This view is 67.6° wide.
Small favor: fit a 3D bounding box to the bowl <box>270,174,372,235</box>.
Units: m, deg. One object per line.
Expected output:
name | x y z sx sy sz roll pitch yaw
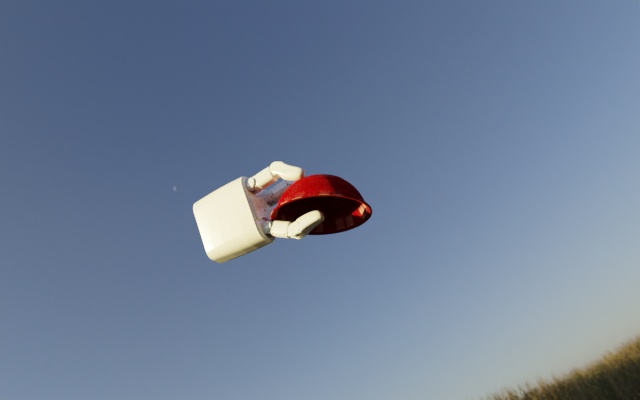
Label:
bowl | 0.001 0.002 0.768 0.162 0.055 0.162 -2 -25 -1
